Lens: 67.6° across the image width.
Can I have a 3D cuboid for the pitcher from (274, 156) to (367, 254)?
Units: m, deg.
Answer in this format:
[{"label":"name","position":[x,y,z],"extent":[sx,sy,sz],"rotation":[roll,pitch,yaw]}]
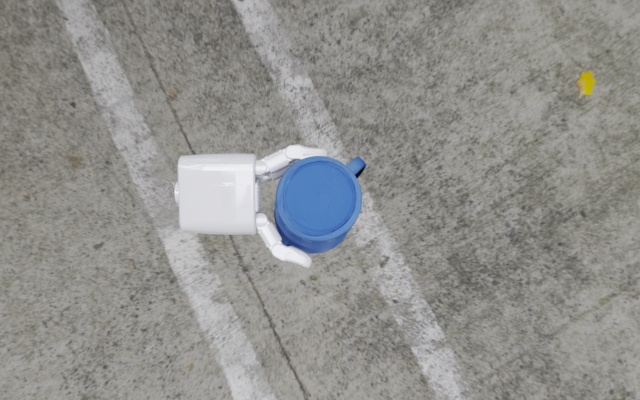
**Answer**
[{"label":"pitcher","position":[0.000,0.002,0.701],"extent":[0.145,0.149,0.243],"rotation":[1,-7,-3]}]
